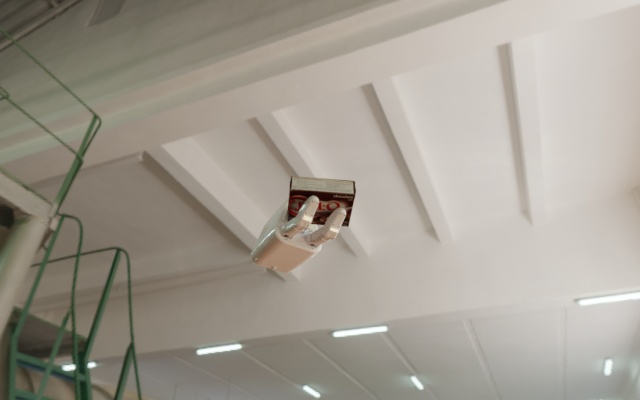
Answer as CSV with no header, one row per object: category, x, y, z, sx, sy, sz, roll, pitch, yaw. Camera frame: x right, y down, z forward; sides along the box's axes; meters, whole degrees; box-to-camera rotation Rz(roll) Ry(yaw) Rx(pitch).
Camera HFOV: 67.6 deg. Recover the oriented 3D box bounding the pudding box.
pudding box,0.000,0.003,0.833,0.113,0.039,0.090,2,-39,-4
